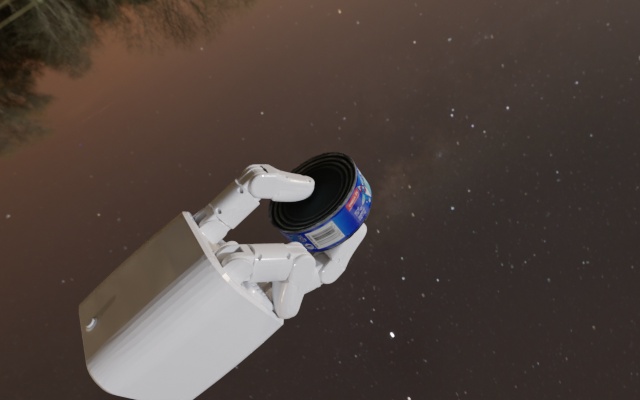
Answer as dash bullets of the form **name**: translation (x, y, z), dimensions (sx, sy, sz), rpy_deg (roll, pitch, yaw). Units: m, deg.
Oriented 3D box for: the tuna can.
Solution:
- **tuna can**: translation (0.000, 0.002, 0.407), dimensions (0.086, 0.086, 0.034), rpy_deg (0, -38, 41)
